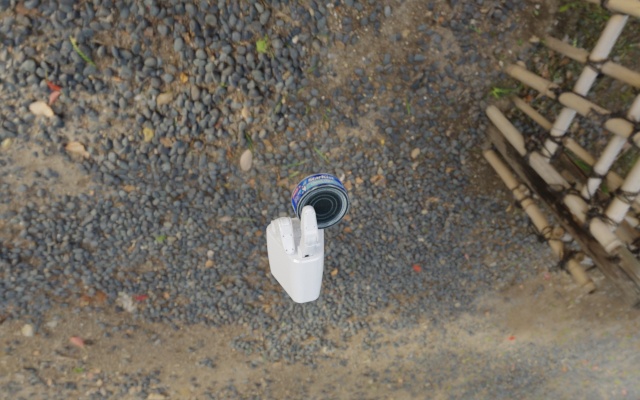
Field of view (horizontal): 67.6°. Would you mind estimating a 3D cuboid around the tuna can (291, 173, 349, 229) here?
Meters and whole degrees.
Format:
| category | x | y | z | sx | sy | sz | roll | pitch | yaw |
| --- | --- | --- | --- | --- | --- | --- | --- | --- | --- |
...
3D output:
| category | x | y | z | sx | sy | sz | roll | pitch | yaw |
| --- | --- | --- | --- | --- | --- | --- | --- | --- | --- |
| tuna can | 0.000 | 0.003 | 0.734 | 0.086 | 0.086 | 0.033 | 0 | 34 | -18 |
